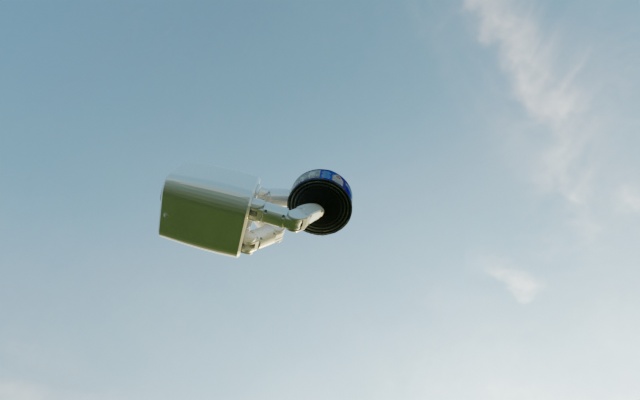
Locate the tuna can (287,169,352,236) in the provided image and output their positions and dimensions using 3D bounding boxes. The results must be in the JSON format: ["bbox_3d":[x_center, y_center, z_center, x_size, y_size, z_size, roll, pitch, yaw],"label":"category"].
[{"bbox_3d":[0.000,0.002,0.635,0.086,0.086,0.033,0,29,6],"label":"tuna can"}]
